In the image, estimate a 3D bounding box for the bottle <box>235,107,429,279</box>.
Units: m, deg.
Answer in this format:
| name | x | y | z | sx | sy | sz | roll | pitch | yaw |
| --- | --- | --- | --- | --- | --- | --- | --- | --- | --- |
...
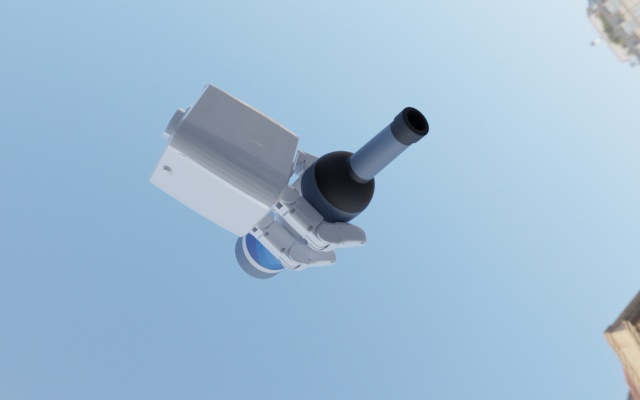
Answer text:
| name | x | y | z | sx | sy | sz | roll | pitch | yaw |
| --- | --- | --- | --- | --- | --- | --- | --- | --- | --- |
| bottle | 0.000 | 0.002 | 0.484 | 0.069 | 0.069 | 0.296 | 0 | -26 | -35 |
